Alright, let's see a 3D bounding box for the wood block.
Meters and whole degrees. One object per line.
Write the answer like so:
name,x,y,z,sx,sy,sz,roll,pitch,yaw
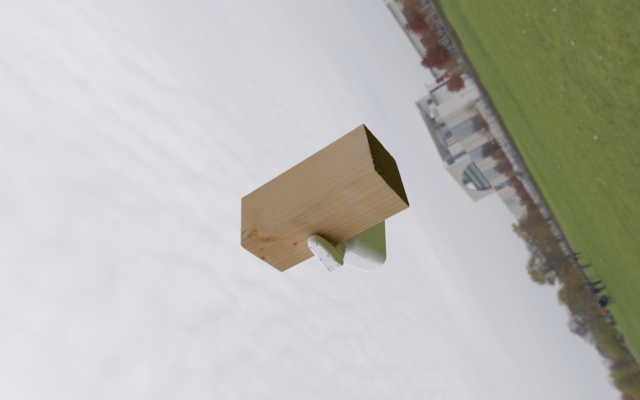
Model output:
wood block,0.000,0.003,0.636,0.206,0.090,0.090,-30,-46,22
